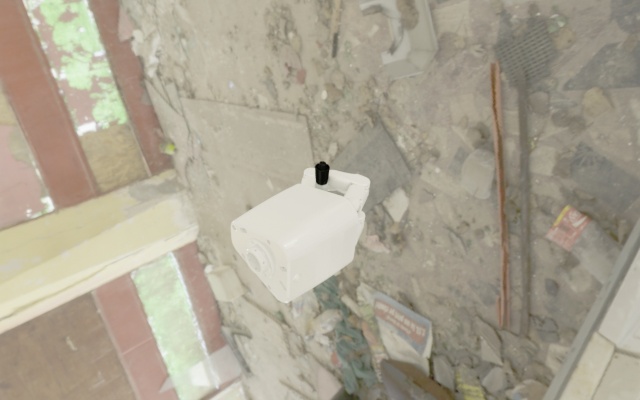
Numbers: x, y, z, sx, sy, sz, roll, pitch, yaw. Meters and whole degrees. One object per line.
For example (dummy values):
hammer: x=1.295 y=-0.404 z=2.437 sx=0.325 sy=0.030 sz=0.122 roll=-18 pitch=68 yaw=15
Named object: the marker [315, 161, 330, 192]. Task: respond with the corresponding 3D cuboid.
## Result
marker: x=0.000 y=0.002 z=0.618 sx=0.020 sy=0.121 sz=0.020 roll=2 pitch=38 yaw=-2
